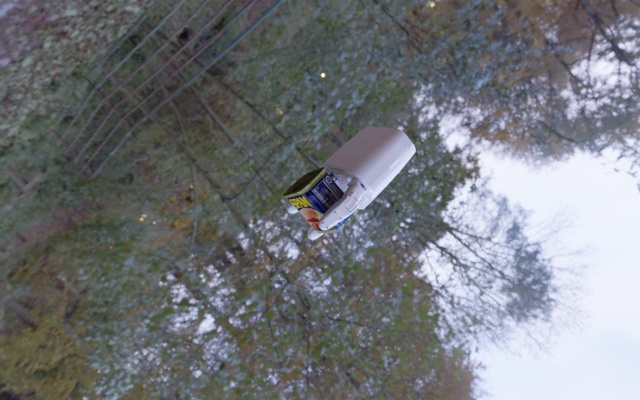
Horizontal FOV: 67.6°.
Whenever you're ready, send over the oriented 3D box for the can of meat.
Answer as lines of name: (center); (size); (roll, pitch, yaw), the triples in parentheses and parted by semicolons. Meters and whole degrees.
can of meat: (0.000, 0.003, 0.728); (0.057, 0.084, 0.102); (-45, 13, -19)
